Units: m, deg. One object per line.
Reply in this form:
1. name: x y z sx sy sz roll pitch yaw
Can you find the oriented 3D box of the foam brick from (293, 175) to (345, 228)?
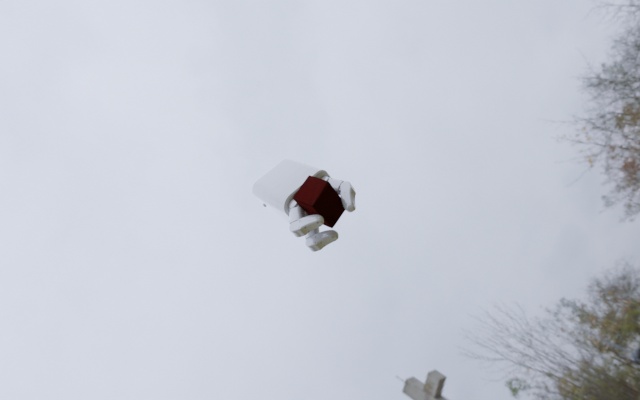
1. foam brick: 0.000 0.002 0.827 0.051 0.053 0.078 23 -19 41
